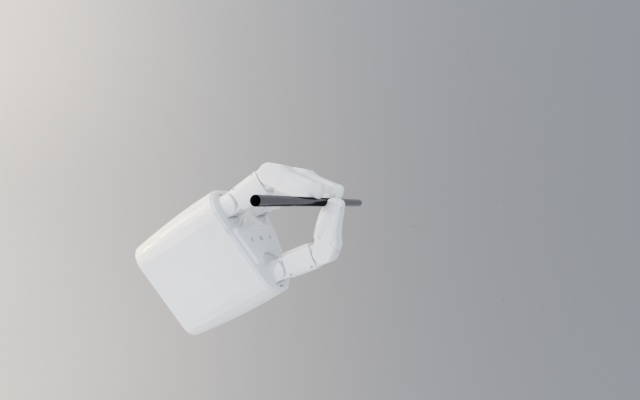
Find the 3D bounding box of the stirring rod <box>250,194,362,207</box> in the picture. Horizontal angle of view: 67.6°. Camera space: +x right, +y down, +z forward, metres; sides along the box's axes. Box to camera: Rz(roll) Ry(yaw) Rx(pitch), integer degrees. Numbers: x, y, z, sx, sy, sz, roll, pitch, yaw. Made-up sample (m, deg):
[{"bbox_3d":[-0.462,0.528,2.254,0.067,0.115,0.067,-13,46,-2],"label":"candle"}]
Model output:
[{"bbox_3d":[0.000,0.001,0.423,0.011,0.011,0.239,0,-1,21],"label":"stirring rod"}]
